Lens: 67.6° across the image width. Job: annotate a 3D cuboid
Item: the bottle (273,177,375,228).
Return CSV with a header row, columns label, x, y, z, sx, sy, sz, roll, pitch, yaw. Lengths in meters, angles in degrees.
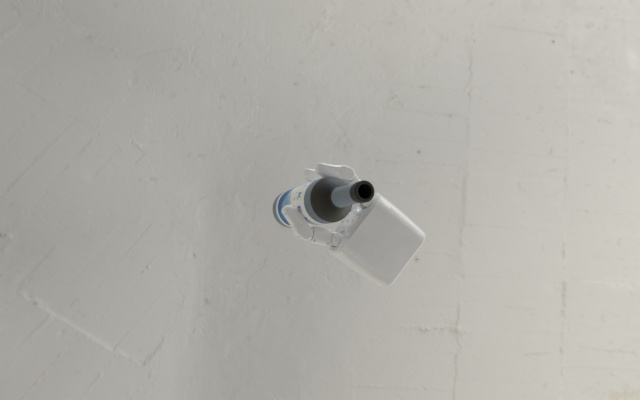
label,x,y,z,sx,sy,sz,roll,pitch,yaw
bottle,0.000,0.002,0.713,0.069,0.069,0.296,0,-5,-22
